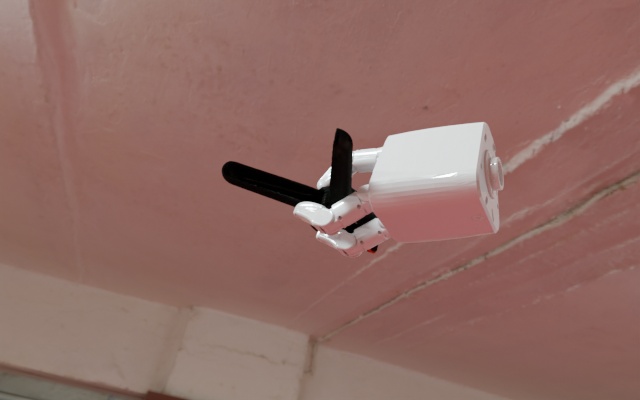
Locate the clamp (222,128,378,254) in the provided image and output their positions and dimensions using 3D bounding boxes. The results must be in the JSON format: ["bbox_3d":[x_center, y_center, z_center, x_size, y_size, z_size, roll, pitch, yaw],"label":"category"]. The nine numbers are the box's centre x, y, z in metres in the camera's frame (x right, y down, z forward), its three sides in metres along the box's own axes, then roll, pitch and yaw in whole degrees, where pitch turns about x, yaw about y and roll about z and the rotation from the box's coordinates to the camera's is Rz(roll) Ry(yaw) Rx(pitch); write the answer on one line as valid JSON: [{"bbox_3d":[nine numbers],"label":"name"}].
[{"bbox_3d":[0.001,0.001,0.546,0.164,0.036,0.210,-5,-35,31],"label":"clamp"}]
